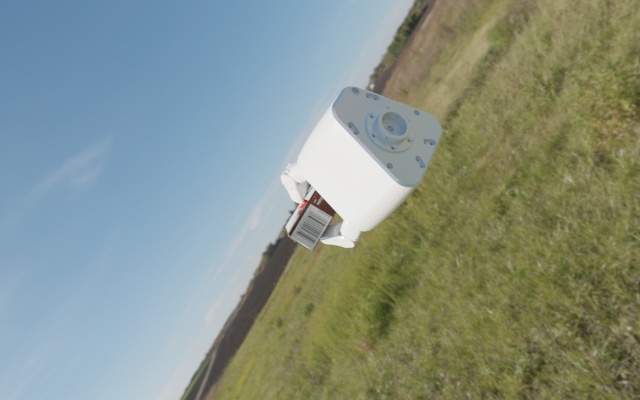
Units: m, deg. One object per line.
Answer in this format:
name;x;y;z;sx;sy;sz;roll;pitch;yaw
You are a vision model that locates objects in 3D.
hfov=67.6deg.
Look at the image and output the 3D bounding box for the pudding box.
pudding box;0.000;0.002;0.592;0.039;0.113;0.090;33;-2;-6
